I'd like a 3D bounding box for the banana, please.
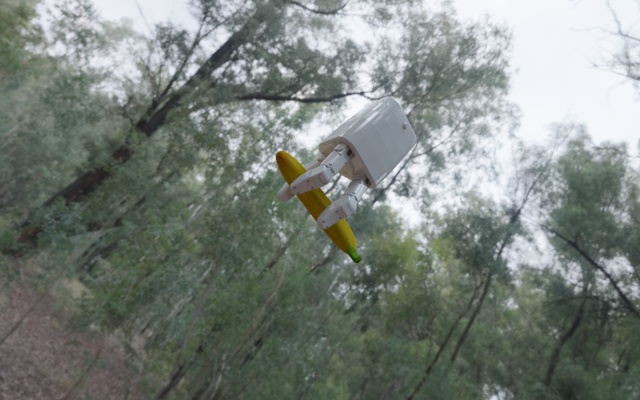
[{"bbox_3d":[-0.001,0.006,0.714,0.037,0.198,0.069,-39,5,-10],"label":"banana"}]
